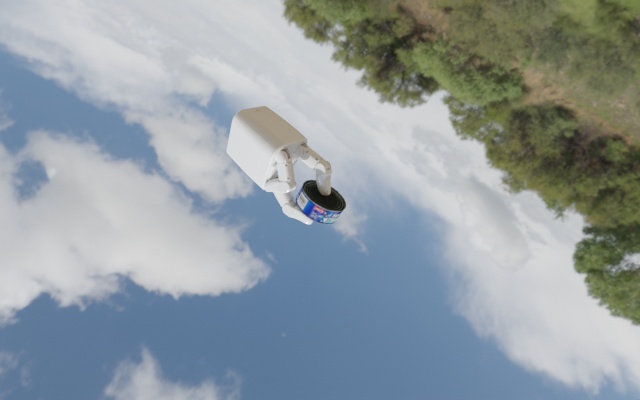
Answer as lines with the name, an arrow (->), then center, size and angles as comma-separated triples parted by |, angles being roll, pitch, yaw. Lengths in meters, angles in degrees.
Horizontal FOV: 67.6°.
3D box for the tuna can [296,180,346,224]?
tuna can -> 0.000, 0.003, 0.845 | 0.086, 0.034, 0.086 | 23, 29, -14
